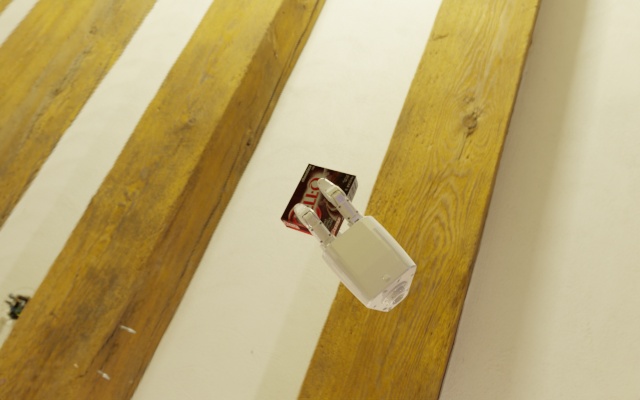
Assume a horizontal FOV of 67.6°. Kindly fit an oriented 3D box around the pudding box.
[{"bbox_3d":[0.000,0.003,0.775,0.090,0.113,0.039,17,-24,23],"label":"pudding box"}]
